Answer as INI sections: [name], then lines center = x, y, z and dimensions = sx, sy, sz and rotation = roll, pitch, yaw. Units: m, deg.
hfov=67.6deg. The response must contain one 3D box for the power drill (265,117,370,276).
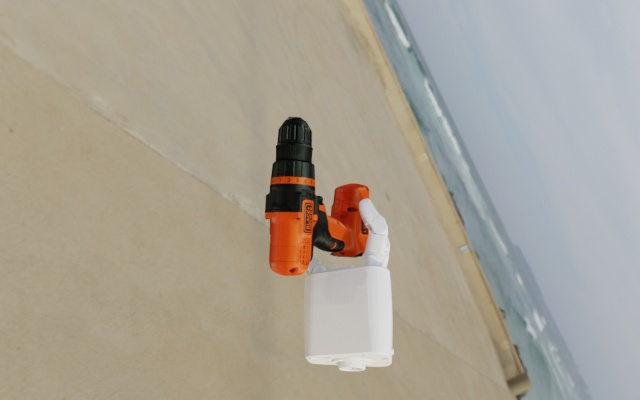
[power drill]
center = 0.000, 0.002, 0.610
dimensions = 0.057, 0.184, 0.188
rotation = 1, -6, 32
